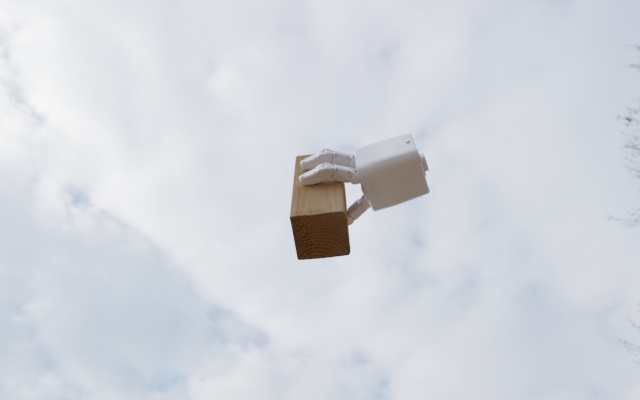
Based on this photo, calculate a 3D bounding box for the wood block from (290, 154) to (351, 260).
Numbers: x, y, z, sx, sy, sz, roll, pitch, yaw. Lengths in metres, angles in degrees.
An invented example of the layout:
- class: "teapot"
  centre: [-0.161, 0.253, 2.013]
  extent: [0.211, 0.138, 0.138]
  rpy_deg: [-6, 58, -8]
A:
- class: "wood block"
  centre: [0.001, 0.003, 0.846]
  extent: [0.090, 0.091, 0.206]
  rpy_deg: [-6, 32, 4]
